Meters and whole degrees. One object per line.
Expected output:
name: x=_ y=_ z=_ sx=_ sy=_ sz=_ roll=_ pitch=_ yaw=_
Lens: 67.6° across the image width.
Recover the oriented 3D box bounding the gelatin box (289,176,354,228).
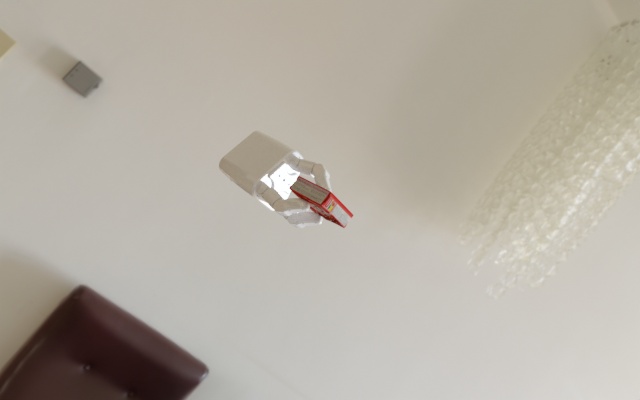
gelatin box: x=0.001 y=0.002 z=0.770 sx=0.089 sy=0.030 sz=0.073 roll=27 pitch=-13 yaw=45
